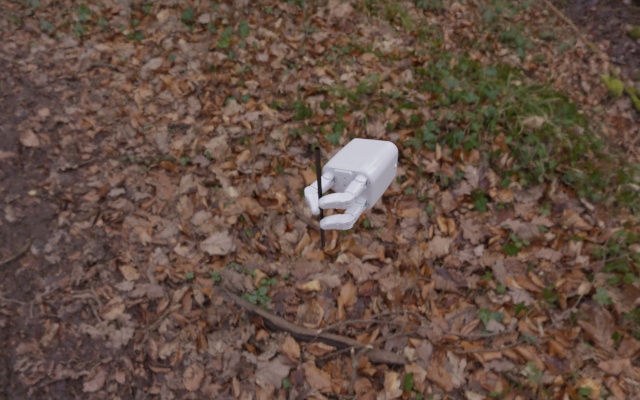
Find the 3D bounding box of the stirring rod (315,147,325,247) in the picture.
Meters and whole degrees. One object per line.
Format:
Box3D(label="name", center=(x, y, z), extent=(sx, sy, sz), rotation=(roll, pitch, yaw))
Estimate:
Box3D(label="stirring rod", center=(0.000, 0.003, 0.830), extent=(0.011, 0.011, 0.240), rotation=(0, -44, 3))
